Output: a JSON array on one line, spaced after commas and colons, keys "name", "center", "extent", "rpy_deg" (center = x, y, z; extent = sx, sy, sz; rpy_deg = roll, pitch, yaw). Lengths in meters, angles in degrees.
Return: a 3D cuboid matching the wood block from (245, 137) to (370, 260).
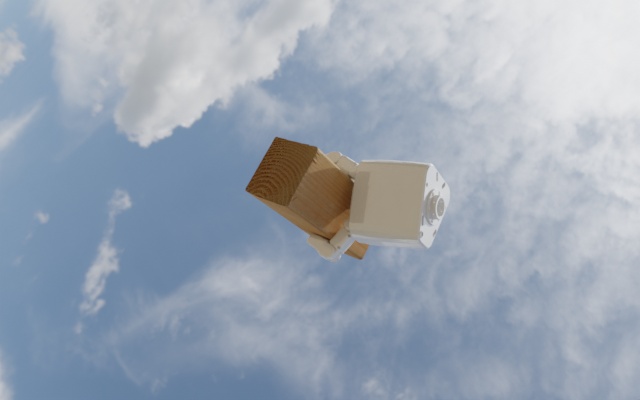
[{"name": "wood block", "center": [0.000, 0.003, 0.709], "extent": [0.090, 0.091, 0.206], "rpy_deg": [20, -13, 41]}]
